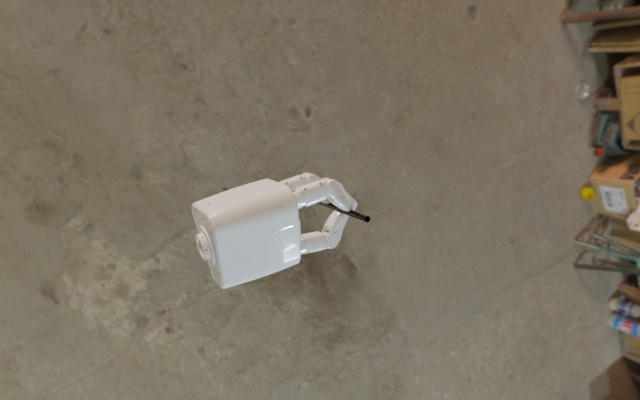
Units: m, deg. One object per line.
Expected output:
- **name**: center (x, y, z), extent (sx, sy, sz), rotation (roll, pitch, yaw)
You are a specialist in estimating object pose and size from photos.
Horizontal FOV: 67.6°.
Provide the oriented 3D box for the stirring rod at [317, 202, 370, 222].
- **stirring rod**: center (0.000, 0.002, 0.691), extent (0.011, 0.011, 0.239), rotation (0, 10, -29)
